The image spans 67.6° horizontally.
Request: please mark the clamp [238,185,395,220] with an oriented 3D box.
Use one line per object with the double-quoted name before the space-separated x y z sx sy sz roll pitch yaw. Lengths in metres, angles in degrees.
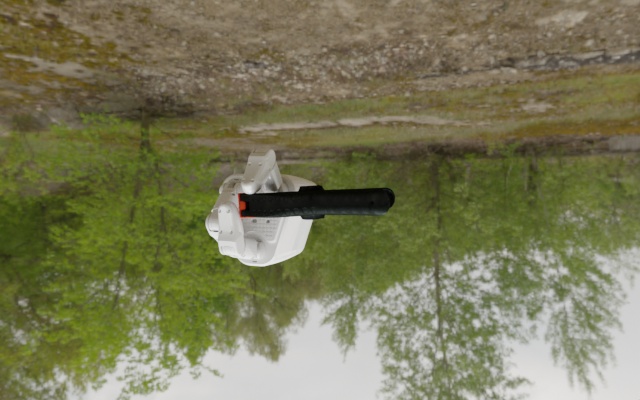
"clamp" 0.000 0.002 0.510 0.171 0.039 0.120 1 -3 20
